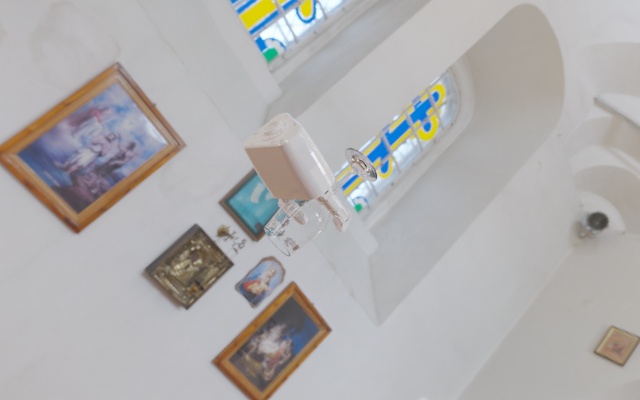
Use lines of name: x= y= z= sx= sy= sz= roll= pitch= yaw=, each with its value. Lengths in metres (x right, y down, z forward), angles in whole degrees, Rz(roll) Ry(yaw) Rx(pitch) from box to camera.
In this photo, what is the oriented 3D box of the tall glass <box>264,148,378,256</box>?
tall glass: x=0.001 y=0.002 z=0.788 sx=0.201 sy=0.079 sz=0.079 roll=-43 pitch=16 yaw=-18
